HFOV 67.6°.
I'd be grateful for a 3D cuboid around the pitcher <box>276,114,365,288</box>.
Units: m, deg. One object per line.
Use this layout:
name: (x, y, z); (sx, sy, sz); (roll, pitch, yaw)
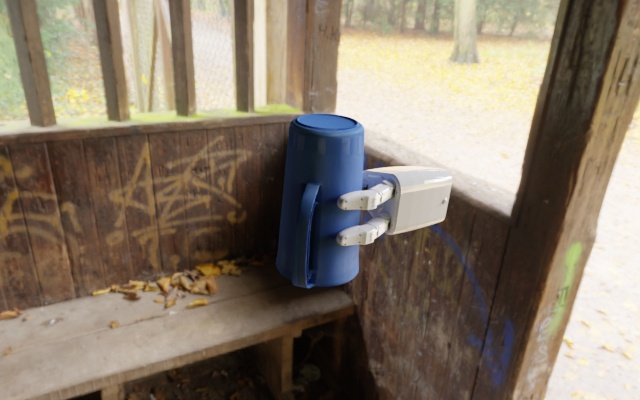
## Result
pitcher: (0.000, 0.002, 0.714); (0.145, 0.243, 0.149); (-9, 26, -27)
